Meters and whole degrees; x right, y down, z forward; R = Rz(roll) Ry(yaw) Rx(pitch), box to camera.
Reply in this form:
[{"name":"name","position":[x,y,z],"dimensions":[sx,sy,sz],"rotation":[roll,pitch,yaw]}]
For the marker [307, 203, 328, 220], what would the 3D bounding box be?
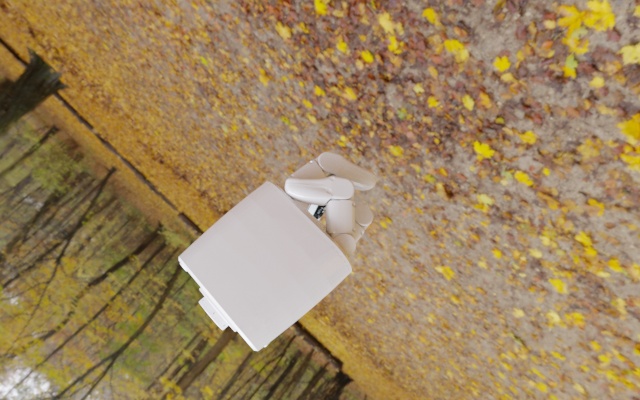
[{"name":"marker","position":[0.000,0.002,0.508],"dimensions":[0.020,0.020,0.121],"rotation":[0,-15,-9]}]
